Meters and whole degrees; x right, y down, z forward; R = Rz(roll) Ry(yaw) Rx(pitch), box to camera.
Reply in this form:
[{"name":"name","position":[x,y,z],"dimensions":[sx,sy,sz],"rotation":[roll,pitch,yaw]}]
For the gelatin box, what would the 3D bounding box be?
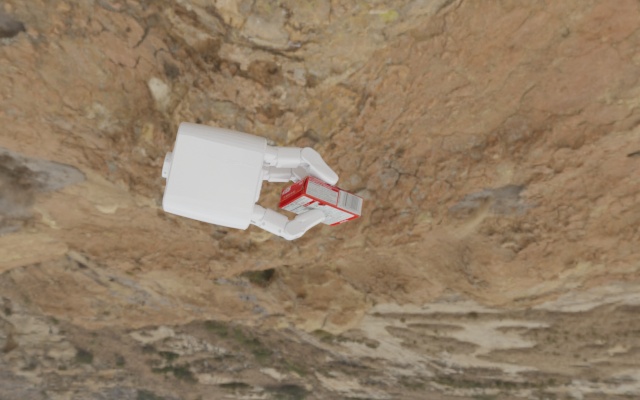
[{"name":"gelatin box","position":[0.000,0.003,0.634],"dimensions":[0.089,0.030,0.073],"rotation":[21,-23,-23]}]
